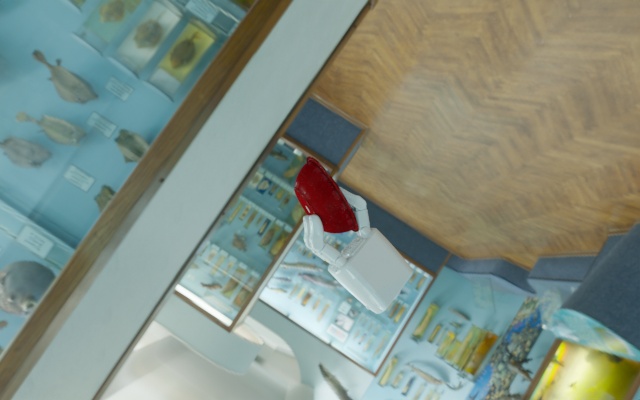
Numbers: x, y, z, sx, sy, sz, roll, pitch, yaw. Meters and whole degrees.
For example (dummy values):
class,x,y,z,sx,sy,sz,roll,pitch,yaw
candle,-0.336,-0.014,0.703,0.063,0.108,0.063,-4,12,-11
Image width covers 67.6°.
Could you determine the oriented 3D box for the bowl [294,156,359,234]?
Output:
class,x,y,z,sx,sy,sz,roll,pitch,yaw
bowl,-0.001,0.002,0.854,0.055,0.162,0.162,-33,6,-9
